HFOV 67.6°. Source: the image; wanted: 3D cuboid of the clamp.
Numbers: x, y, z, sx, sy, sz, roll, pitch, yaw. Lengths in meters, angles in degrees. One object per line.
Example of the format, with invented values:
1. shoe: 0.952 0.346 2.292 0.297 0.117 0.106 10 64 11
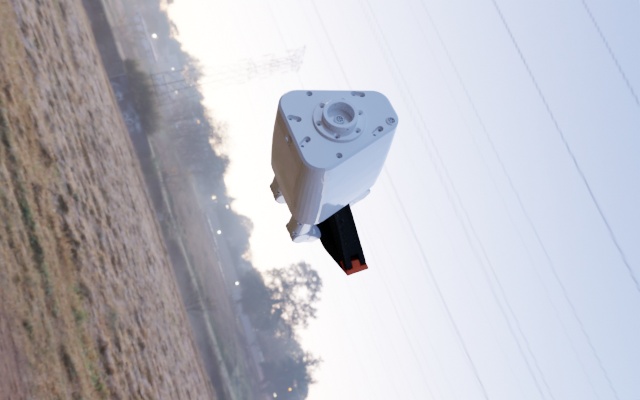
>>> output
1. clamp: 0.001 0.002 0.594 0.036 0.210 0.165 -17 -24 -17
